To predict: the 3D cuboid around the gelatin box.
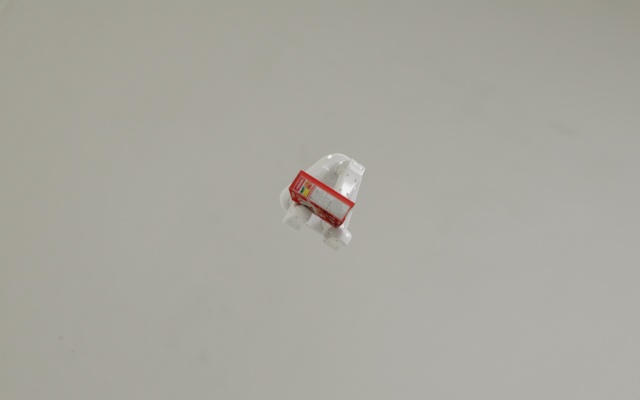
[{"bbox_3d":[0.000,0.001,0.570,0.073,0.030,0.089,33,-8,3],"label":"gelatin box"}]
